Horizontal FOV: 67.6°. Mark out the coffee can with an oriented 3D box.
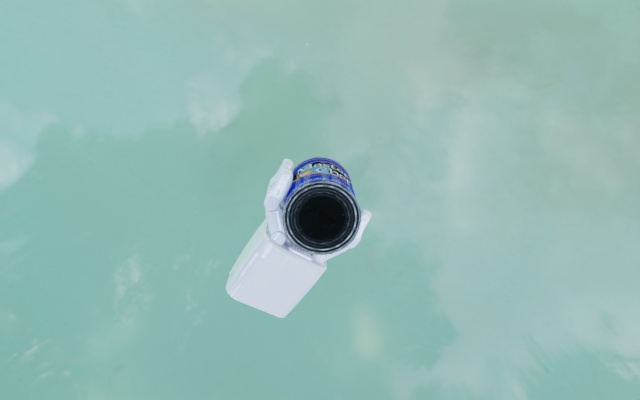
[{"bbox_3d":[0.000,0.002,0.682,0.103,0.103,0.140,0,18,-2],"label":"coffee can"}]
